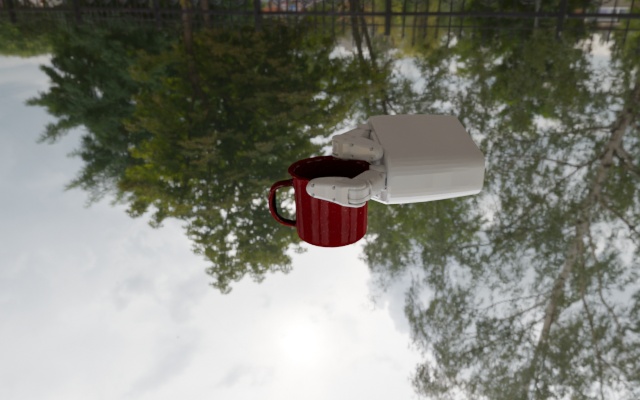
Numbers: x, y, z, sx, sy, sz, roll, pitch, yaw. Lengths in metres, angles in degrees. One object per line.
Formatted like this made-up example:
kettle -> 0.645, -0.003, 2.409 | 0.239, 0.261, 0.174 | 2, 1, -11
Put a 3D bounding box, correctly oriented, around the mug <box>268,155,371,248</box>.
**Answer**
mug -> -0.001, 0.002, 0.537 | 0.117, 0.081, 0.093 | -4, 22, -5
